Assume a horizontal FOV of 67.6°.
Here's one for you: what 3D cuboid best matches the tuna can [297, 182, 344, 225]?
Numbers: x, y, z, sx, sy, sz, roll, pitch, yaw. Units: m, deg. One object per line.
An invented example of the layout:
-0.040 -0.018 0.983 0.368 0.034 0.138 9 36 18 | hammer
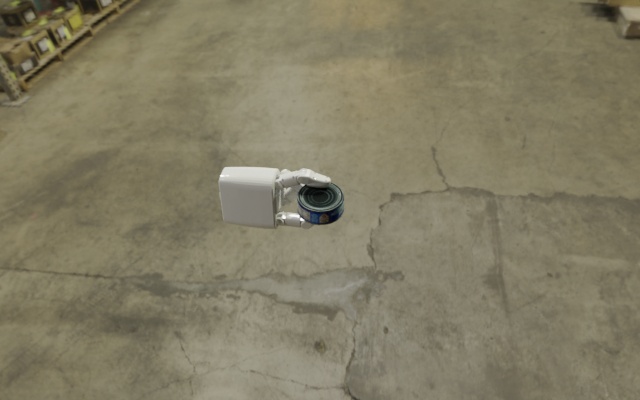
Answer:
0.000 0.002 0.860 0.086 0.034 0.086 0 43 0 | tuna can
